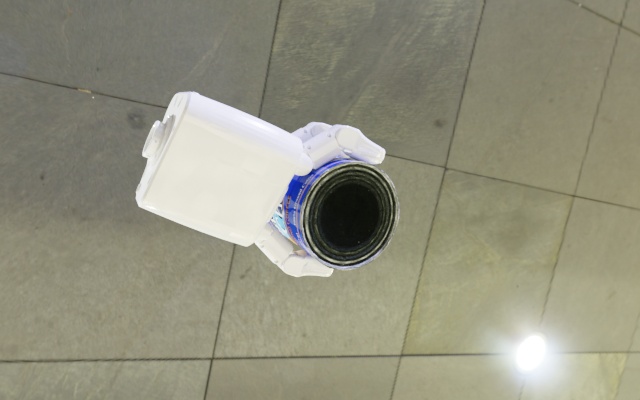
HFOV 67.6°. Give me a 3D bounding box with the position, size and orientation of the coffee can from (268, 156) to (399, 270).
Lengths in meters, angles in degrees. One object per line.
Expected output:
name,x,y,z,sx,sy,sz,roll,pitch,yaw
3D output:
coffee can,0.000,0.002,0.496,0.103,0.103,0.140,0,11,-25
